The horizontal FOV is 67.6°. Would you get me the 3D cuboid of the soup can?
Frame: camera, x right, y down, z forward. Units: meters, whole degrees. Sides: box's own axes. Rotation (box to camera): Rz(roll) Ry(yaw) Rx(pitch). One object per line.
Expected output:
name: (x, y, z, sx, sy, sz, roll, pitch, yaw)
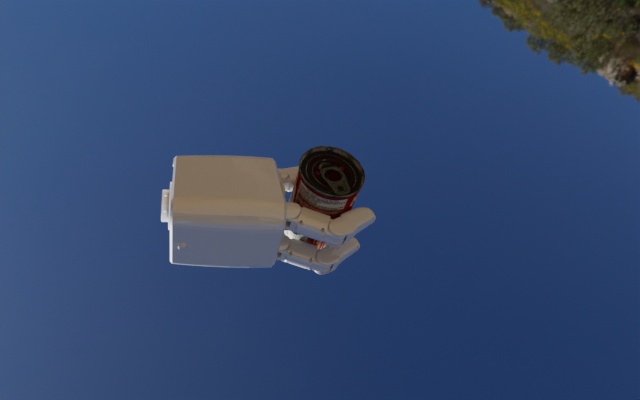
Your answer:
soup can: (0.000, 0.002, 0.511, 0.068, 0.068, 0.102, 0, -39, -18)
